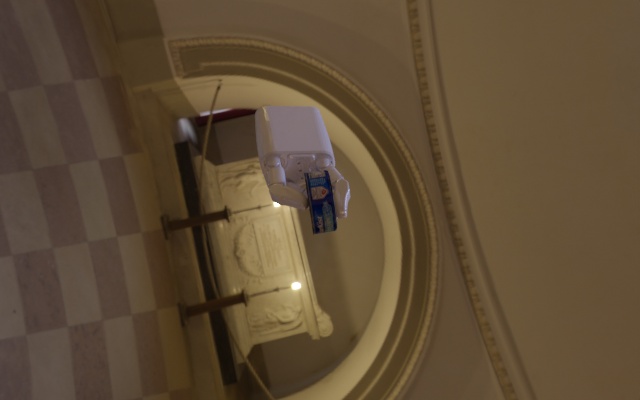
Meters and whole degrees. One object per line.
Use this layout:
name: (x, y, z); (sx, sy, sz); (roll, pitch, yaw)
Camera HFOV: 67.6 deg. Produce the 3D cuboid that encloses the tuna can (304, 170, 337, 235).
tuna can: (0.001, 0.002, 0.653); (0.034, 0.086, 0.086); (-8, 0, -2)
